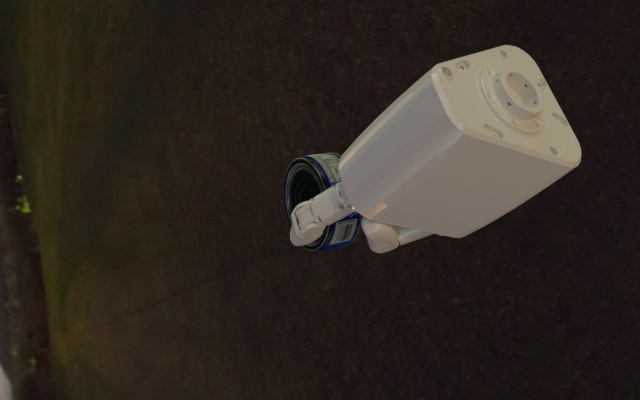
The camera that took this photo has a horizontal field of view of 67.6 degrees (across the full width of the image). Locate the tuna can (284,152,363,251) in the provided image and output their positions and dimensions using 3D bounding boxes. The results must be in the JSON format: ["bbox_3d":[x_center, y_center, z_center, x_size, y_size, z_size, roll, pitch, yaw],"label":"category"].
[{"bbox_3d":[0.000,0.002,0.423,0.034,0.086,0.086,-9,5,-30],"label":"tuna can"}]
